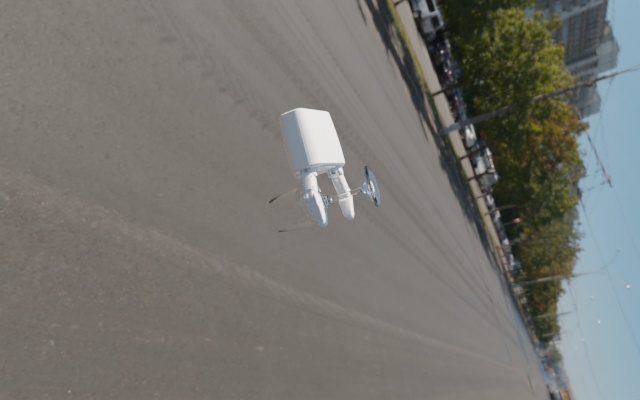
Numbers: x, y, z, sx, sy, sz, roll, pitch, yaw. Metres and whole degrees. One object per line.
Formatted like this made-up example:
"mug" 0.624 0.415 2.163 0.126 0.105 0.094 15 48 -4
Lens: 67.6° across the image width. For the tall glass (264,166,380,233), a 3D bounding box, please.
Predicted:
"tall glass" 0.001 0.003 0.857 0.201 0.079 0.079 -17 -6 19
